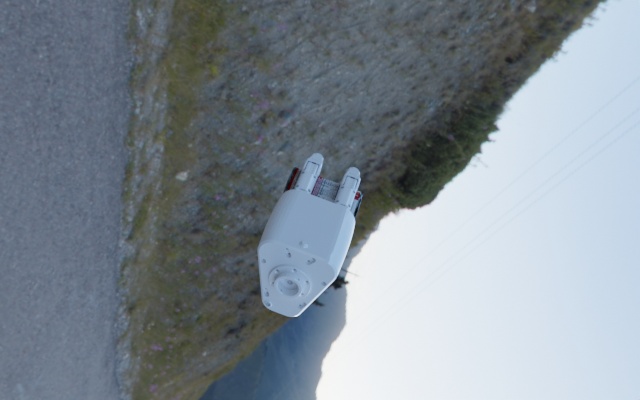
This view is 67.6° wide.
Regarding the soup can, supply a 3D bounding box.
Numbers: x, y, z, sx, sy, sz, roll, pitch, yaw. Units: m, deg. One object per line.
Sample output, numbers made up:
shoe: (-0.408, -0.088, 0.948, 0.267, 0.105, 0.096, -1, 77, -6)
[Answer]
soup can: (0.000, 0.002, 0.662, 0.102, 0.068, 0.068, 21, 0, 1)
